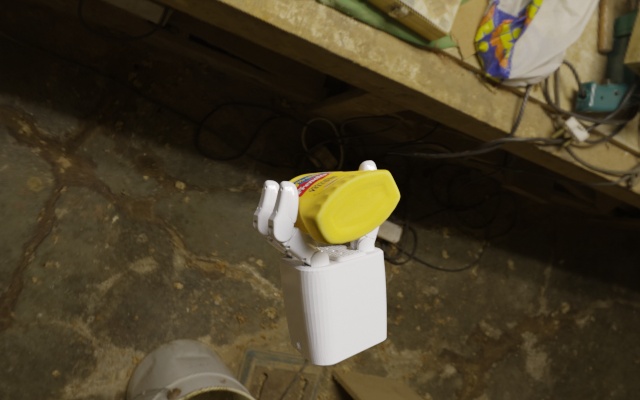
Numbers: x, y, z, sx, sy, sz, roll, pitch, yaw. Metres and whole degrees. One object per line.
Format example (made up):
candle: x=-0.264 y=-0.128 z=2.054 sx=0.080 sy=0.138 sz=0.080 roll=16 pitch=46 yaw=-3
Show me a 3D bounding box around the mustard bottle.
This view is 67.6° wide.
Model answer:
mustard bottle: x=0.000 y=0.001 z=0.540 sx=0.096 sy=0.058 sz=0.191 roll=-34 pitch=15 yaw=-19
